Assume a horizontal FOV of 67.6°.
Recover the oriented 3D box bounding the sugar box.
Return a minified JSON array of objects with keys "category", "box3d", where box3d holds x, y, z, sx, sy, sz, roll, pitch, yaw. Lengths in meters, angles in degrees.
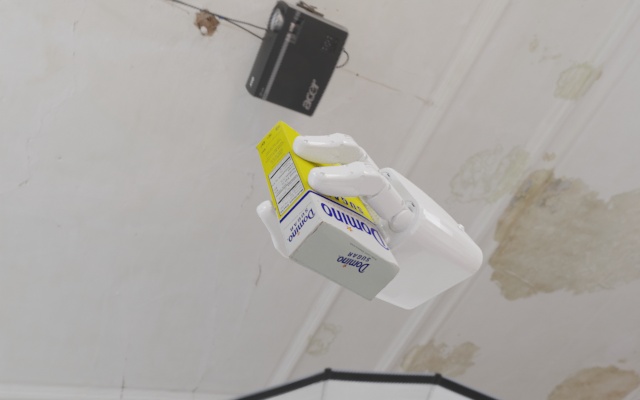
[{"category":"sugar box","box3d":[0.001,0.001,0.430,0.093,0.048,0.176,33,16,-33]}]
